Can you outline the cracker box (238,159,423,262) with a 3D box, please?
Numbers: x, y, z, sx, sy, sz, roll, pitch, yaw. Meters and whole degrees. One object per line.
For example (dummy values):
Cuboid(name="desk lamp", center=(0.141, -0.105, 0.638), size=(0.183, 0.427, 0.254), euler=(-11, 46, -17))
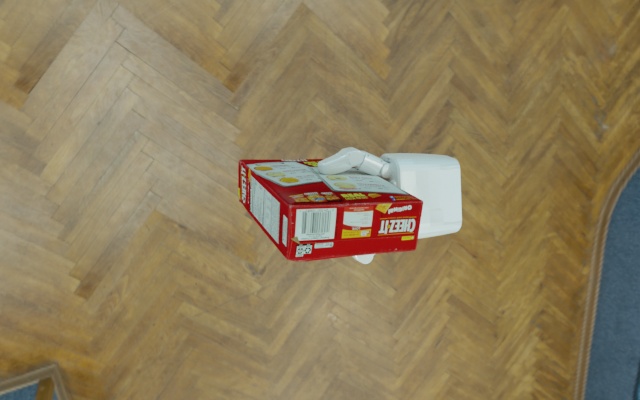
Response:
Cuboid(name="cracker box", center=(0.000, 0.002, 0.608), size=(0.164, 0.072, 0.213), euler=(-2, 18, -23))
